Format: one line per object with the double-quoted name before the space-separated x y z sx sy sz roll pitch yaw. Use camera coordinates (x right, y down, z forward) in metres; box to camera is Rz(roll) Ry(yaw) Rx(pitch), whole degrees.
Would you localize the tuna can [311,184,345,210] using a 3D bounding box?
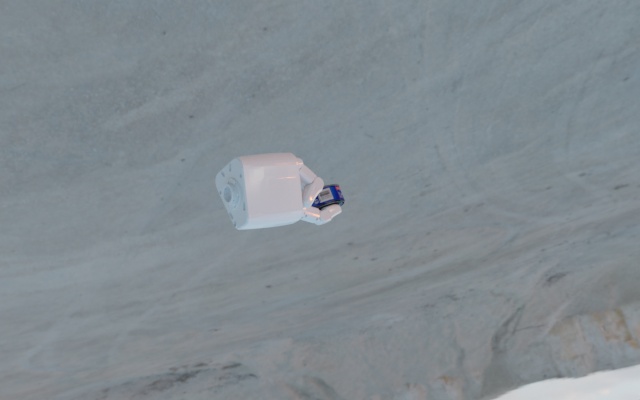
"tuna can" 0.000 0.003 0.869 0.086 0.033 0.086 -20 -12 -5
